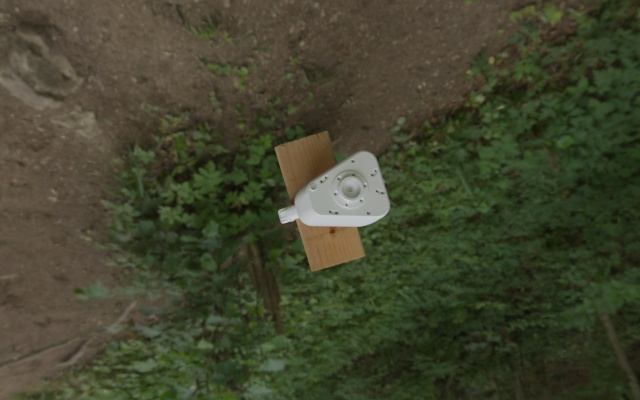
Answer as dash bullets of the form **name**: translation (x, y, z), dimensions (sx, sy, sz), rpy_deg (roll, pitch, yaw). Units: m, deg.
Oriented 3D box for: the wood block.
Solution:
- **wood block**: translation (0.000, 0.003, 0.787), dimensions (0.091, 0.206, 0.090), rpy_deg (-16, -4, 1)
